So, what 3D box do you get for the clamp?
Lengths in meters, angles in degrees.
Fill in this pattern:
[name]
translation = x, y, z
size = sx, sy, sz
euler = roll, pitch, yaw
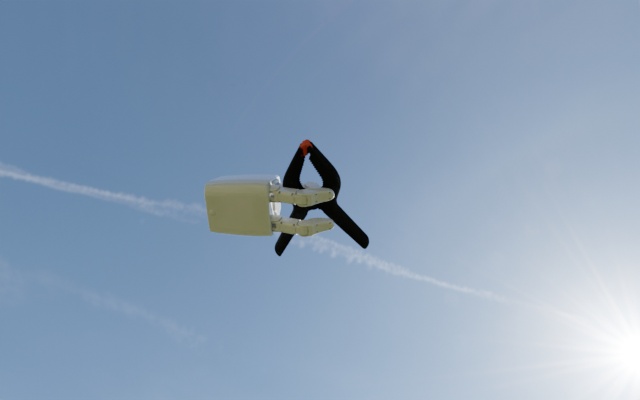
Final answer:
[clamp]
translation = 0.000, 0.002, 0.792
size = 0.164, 0.210, 0.036
euler = 0, 27, 2
